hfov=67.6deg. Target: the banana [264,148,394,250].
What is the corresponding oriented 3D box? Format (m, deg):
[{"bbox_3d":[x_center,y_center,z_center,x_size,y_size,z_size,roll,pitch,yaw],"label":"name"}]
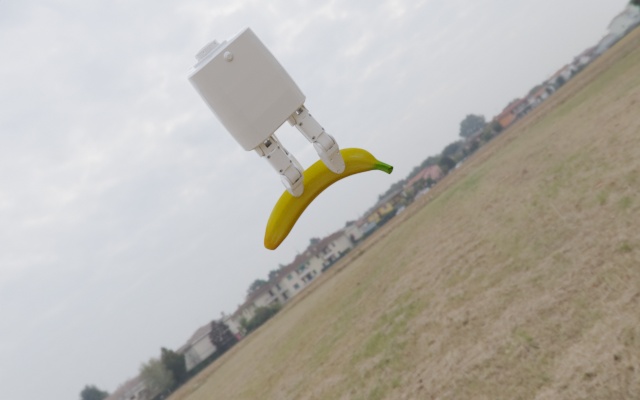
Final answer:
[{"bbox_3d":[-0.005,-0.013,0.629,0.198,0.069,0.037,-34,-34,7],"label":"banana"}]
